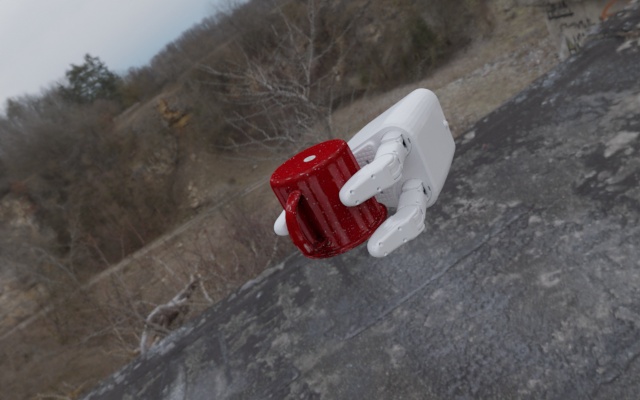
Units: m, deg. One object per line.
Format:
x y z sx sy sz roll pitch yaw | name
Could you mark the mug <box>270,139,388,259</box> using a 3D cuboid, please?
-0.001 0.002 0.441 0.093 0.081 0.117 -15 23 35 | mug
